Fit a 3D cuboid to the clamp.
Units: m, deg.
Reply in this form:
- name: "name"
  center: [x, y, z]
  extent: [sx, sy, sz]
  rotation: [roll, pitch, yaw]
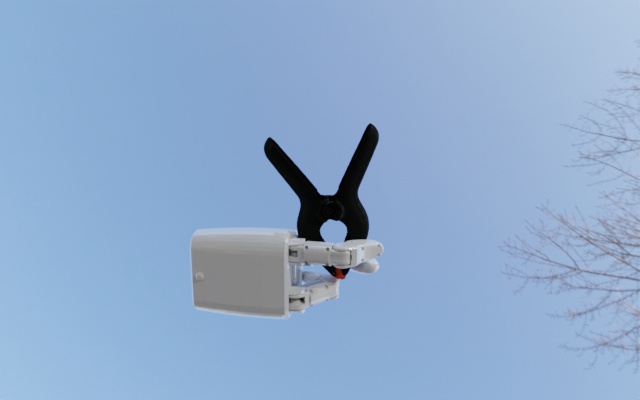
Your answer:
- name: "clamp"
  center: [0.000, 0.002, 0.518]
  extent: [0.120, 0.171, 0.039]
  rotation: [2, 13, 7]
